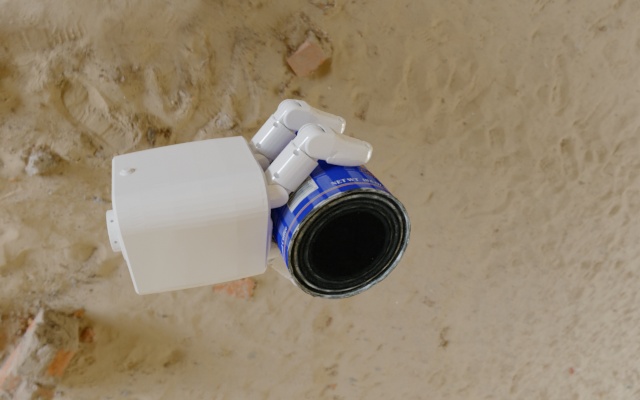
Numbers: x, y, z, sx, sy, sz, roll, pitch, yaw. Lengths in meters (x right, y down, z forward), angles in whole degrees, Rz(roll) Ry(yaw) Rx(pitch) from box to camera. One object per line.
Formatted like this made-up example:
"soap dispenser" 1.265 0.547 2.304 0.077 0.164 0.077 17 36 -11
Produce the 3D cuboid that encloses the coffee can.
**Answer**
"coffee can" 0.000 0.001 0.420 0.103 0.103 0.140 0 30 -23
